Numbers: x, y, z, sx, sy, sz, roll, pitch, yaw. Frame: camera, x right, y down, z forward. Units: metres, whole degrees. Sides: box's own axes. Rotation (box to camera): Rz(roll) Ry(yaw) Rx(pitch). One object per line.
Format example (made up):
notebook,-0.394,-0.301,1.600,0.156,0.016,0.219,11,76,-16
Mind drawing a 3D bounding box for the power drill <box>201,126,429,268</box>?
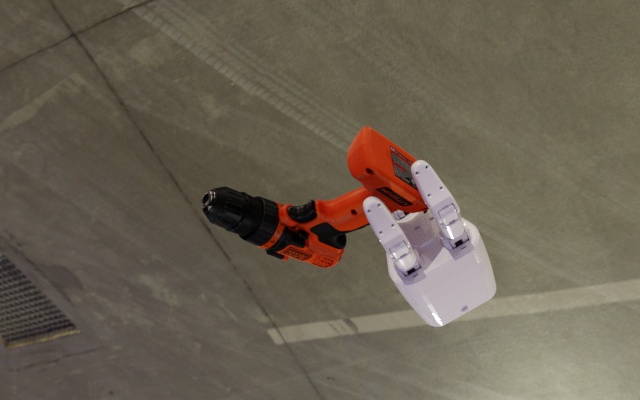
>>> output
power drill,0.001,0.002,0.485,0.188,0.057,0.184,-29,-39,36
